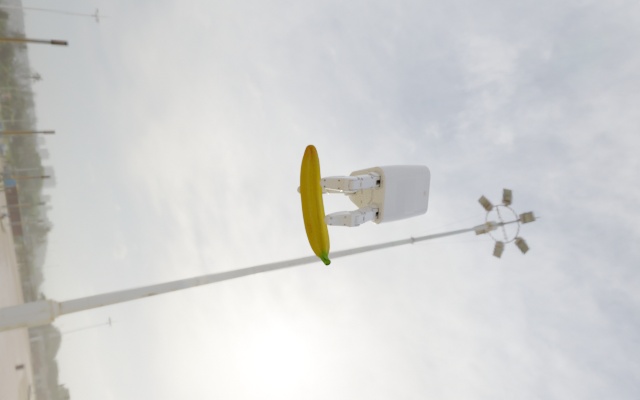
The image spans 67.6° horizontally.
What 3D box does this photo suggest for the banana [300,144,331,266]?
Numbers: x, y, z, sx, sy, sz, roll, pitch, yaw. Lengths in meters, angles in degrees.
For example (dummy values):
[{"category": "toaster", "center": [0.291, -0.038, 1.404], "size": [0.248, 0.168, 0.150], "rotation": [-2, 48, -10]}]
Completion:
[{"category": "banana", "center": [-0.007, 0.009, 0.789], "size": [0.037, 0.197, 0.069], "rotation": [-6, -8, -26]}]
